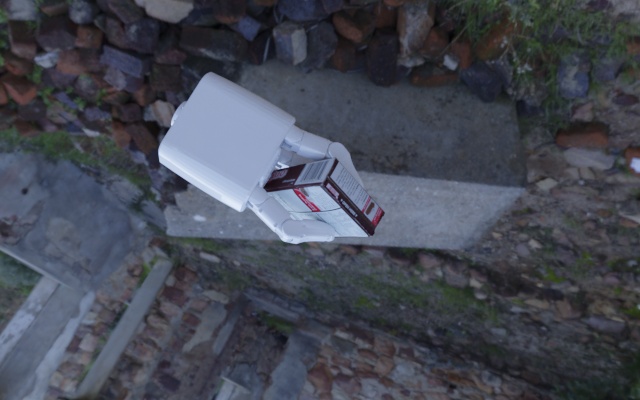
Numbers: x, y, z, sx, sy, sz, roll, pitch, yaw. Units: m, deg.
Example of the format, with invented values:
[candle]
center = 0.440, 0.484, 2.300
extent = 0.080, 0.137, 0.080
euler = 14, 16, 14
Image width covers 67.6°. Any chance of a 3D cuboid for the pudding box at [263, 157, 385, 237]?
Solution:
[pudding box]
center = 0.000, 0.002, 0.527
extent = 0.113, 0.039, 0.090
euler = -4, -41, 51
